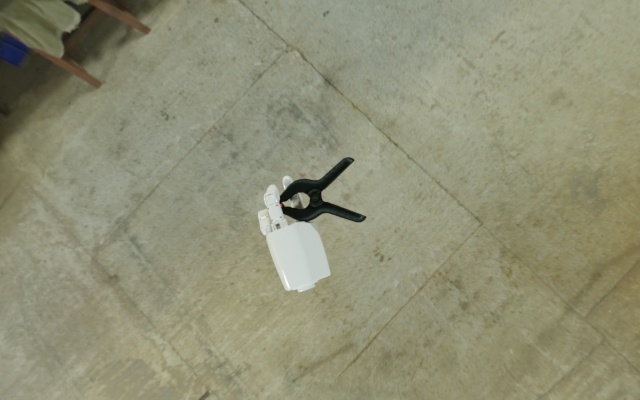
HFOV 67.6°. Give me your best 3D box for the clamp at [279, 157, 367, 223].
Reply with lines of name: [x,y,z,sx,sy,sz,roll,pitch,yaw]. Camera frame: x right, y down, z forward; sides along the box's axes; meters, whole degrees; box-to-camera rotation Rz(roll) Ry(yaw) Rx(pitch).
clamp: [0.000,0.003,0.878,0.171,0.120,0.039,-21,-8,8]
